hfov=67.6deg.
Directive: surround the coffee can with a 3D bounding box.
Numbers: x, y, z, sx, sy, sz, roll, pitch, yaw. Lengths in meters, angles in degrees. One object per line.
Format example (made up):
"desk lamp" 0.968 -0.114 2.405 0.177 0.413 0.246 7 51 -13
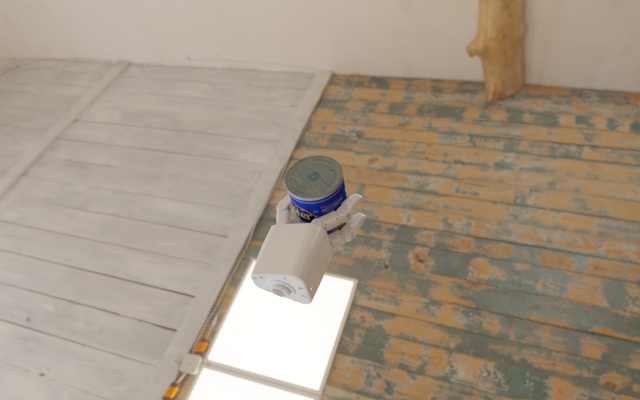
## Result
"coffee can" 0.000 0.003 0.872 0.103 0.102 0.140 0 -40 13
